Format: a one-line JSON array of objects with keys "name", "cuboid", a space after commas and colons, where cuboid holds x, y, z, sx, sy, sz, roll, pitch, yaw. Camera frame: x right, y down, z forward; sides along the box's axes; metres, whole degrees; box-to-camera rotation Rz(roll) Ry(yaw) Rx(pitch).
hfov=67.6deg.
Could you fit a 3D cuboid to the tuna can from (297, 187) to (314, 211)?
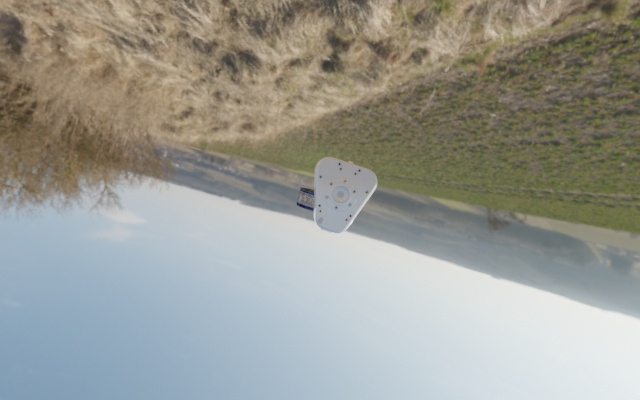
[{"name": "tuna can", "cuboid": [0.000, 0.003, 0.877, 0.086, 0.034, 0.086, 15, 4, -1]}]
